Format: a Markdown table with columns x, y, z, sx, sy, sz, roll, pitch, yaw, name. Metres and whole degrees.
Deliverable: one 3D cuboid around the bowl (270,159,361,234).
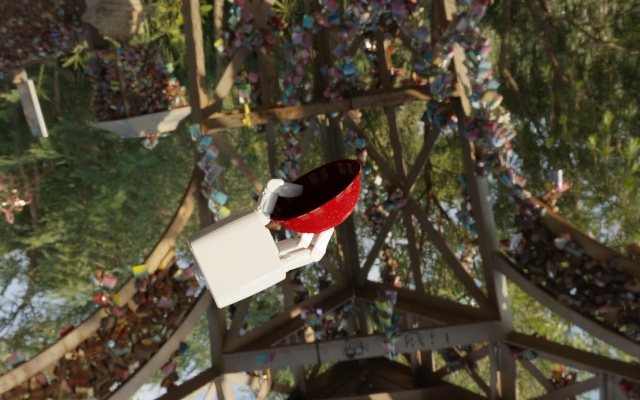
| x | y | z | sx | sy | sz | roll | pitch | yaw | name |
| --- | --- | --- | --- | --- | --- | --- | --- | --- | --- |
| 0.001 | 0.002 | 0.730 | 0.162 | 0.055 | 0.162 | -26 | 22 | 11 | bowl |
